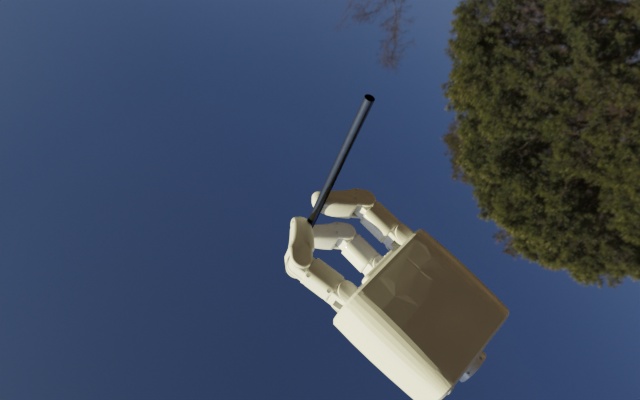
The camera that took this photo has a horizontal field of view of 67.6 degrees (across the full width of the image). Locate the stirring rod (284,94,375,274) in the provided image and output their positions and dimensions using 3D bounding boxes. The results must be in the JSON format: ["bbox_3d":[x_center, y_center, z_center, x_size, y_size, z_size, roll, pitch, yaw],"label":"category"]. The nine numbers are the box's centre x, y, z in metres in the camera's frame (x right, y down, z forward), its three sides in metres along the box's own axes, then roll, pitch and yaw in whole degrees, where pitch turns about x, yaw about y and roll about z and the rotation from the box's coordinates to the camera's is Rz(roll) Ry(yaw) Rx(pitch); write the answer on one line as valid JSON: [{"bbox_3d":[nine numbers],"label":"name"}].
[{"bbox_3d":[0.000,0.001,0.428,0.011,0.011,0.240,0,-38,-22],"label":"stirring rod"}]
